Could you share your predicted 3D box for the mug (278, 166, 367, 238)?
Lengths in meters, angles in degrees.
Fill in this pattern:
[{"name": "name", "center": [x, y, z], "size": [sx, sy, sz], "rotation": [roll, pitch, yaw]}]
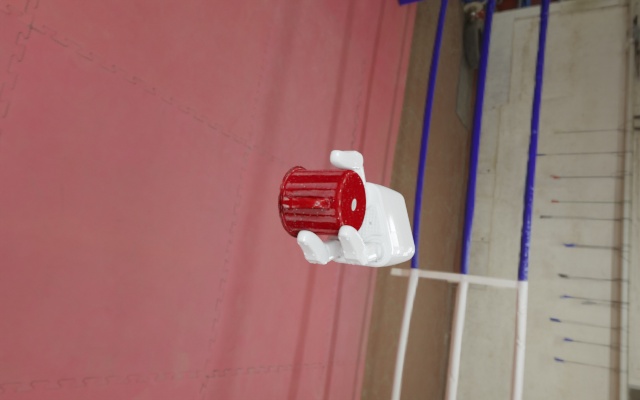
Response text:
[{"name": "mug", "center": [0.000, 0.002, 0.586], "size": [0.081, 0.093, 0.117], "rotation": [1, -2, 30]}]
